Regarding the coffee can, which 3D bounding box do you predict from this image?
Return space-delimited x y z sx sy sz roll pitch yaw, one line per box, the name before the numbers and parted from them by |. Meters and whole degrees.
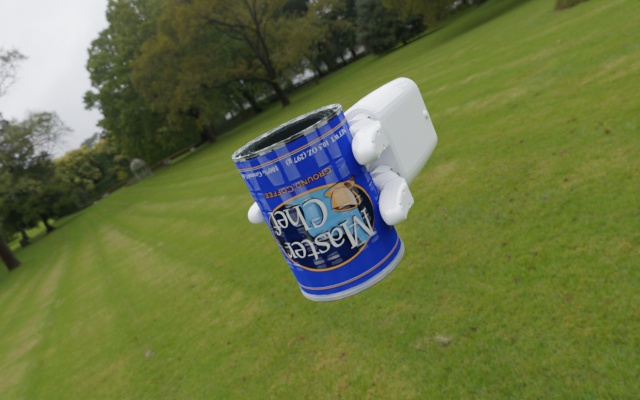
coffee can | 0.000 0.002 0.419 0.103 0.140 0.102 -24 17 7
